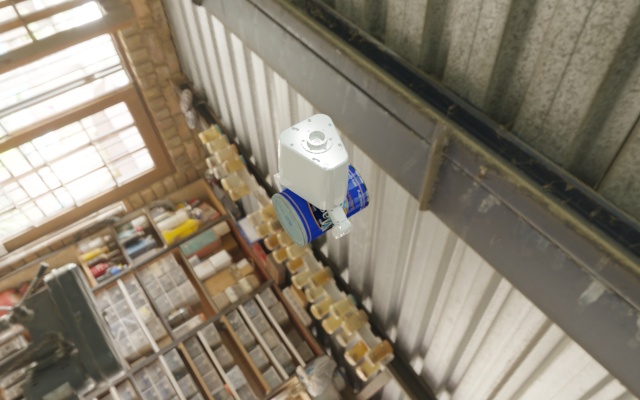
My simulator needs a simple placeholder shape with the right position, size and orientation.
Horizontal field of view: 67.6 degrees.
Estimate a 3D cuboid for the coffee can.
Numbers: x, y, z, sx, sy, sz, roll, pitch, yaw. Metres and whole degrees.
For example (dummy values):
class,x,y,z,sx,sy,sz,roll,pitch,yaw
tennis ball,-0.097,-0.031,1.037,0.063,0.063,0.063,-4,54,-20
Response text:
class,x,y,z,sx,sy,sz,roll,pitch,yaw
coffee can,0.000,0.003,0.845,0.140,0.103,0.103,-30,11,-20
